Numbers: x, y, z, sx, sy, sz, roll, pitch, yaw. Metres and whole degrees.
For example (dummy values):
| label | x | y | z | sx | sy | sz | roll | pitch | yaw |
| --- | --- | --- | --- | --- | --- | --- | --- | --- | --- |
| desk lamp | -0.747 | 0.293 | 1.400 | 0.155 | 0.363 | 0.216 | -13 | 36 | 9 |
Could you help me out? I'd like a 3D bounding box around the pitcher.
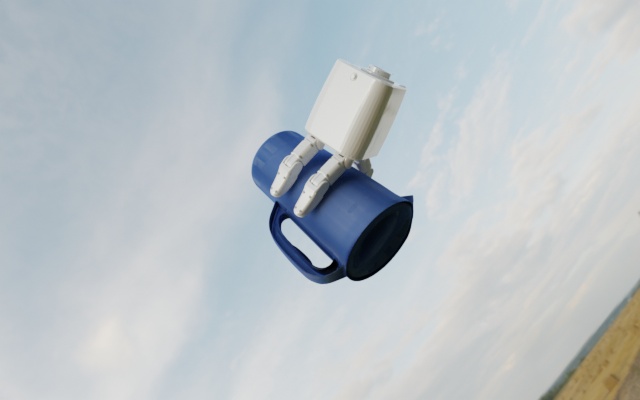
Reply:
| label | x | y | z | sx | sy | sz | roll | pitch | yaw |
| --- | --- | --- | --- | --- | --- | --- | --- | --- | --- |
| pitcher | 0.000 | 0.002 | 0.698 | 0.242 | 0.145 | 0.149 | 38 | 24 | 32 |
